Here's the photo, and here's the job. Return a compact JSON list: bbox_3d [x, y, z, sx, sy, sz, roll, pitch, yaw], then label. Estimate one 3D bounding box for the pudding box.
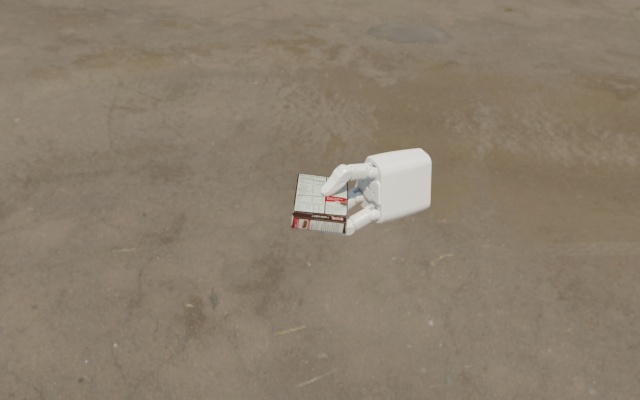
[{"bbox_3d":[0.000,0.002,0.797,0.090,0.039,0.113,5,36,-1],"label":"pudding box"}]
